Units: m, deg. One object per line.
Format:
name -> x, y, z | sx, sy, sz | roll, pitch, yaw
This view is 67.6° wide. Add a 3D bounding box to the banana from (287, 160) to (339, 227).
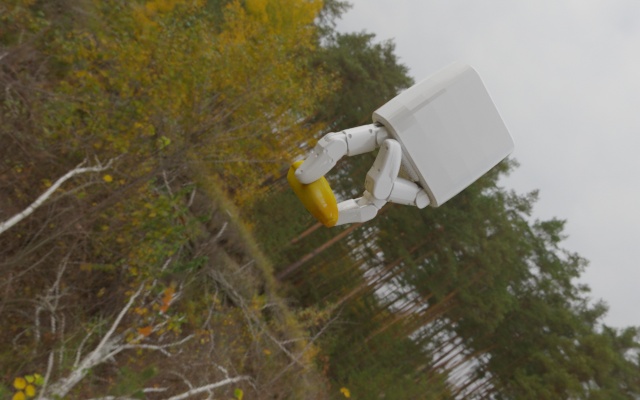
banana -> -0.011, -0.014, 0.544 | 0.037, 0.069, 0.198 | -34, 6, -2
